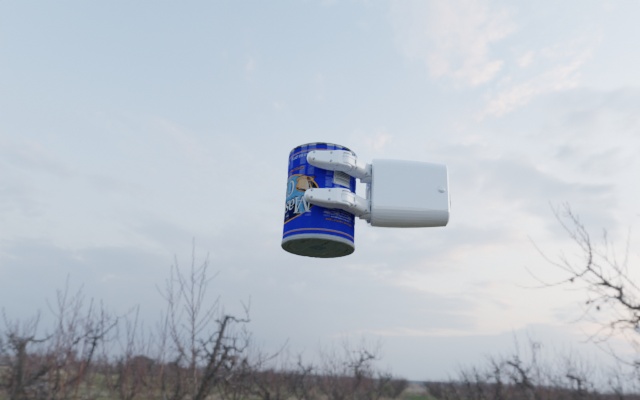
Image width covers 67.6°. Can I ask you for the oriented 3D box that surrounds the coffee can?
[{"bbox_3d":[0.000,0.002,0.683,0.103,0.140,0.103,3,-21,1],"label":"coffee can"}]
